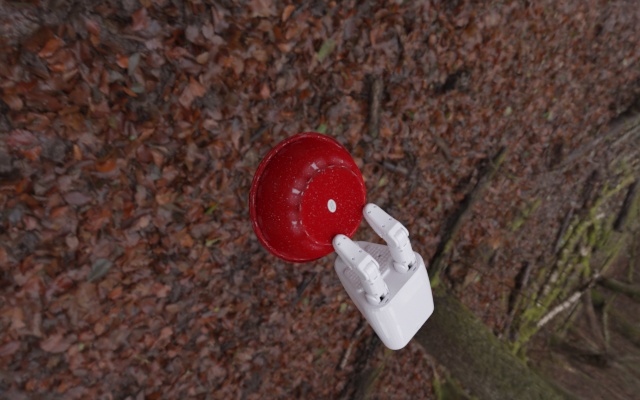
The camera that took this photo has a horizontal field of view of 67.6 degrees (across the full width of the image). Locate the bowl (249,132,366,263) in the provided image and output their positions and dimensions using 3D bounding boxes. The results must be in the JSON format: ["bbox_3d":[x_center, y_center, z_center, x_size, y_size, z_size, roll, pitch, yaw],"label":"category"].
[{"bbox_3d":[0.000,0.001,0.558,0.162,0.162,0.055,0,9,-35],"label":"bowl"}]
